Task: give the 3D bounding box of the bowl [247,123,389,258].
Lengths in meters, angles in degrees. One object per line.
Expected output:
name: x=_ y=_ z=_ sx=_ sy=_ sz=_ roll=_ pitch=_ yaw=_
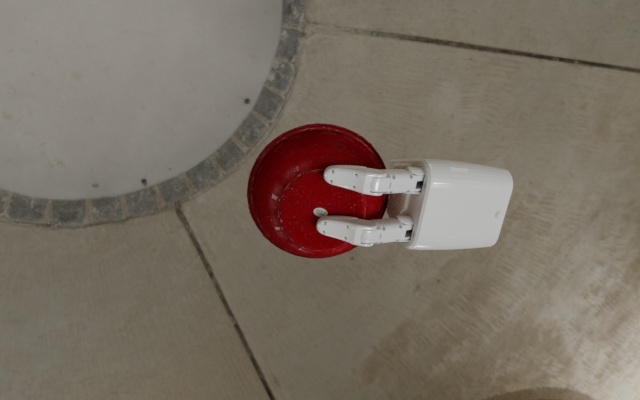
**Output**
bowl: x=-0.001 y=0.002 z=0.516 sx=0.162 sy=0.162 sz=0.055 roll=0 pitch=21 yaw=-4
